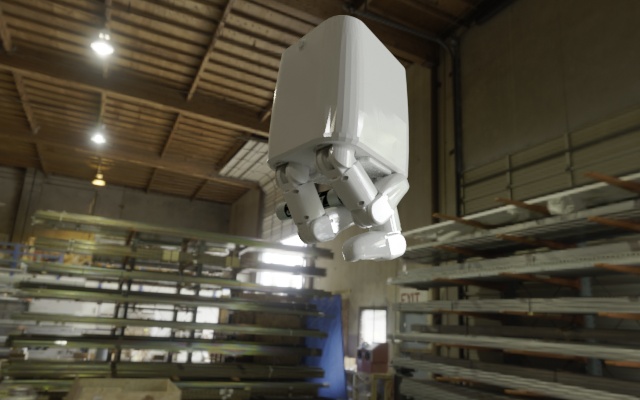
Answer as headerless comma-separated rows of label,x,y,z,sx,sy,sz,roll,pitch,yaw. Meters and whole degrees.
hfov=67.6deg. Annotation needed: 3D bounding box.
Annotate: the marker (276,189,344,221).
marker,0.000,0.001,0.437,0.020,0.020,0.121,0,-10,-40
